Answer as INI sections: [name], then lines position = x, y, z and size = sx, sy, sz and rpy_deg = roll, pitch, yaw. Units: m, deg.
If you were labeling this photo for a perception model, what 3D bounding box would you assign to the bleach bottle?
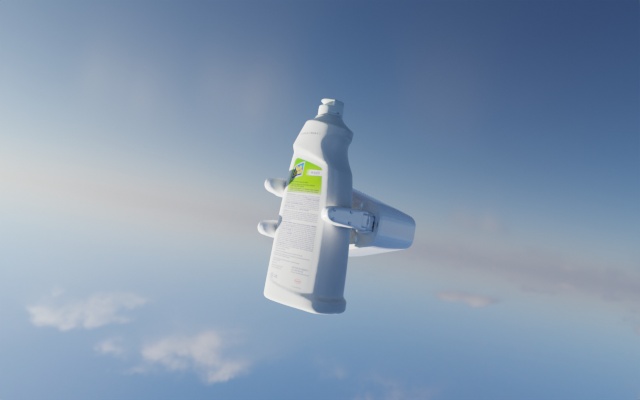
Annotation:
[bleach bottle]
position = 0.000, 0.002, 0.579
size = 0.102, 0.251, 0.068
rpy_deg = 7, -5, 39
